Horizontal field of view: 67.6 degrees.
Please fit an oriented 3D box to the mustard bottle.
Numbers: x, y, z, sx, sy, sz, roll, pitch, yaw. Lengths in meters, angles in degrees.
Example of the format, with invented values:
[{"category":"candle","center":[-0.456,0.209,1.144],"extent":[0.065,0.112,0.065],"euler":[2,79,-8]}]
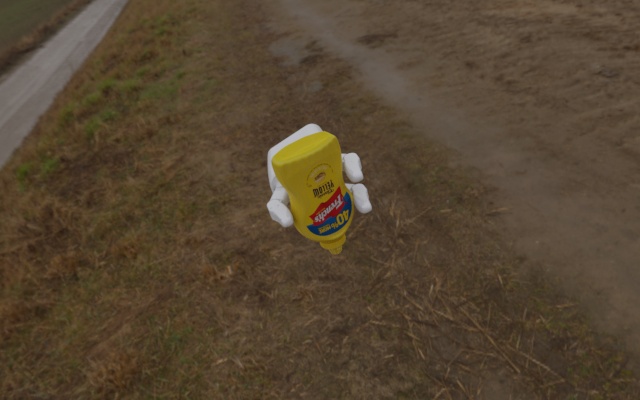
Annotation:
[{"category":"mustard bottle","center":[0.000,0.002,0.701],"extent":[0.096,0.192,0.058],"euler":[-30,35,-20]}]
